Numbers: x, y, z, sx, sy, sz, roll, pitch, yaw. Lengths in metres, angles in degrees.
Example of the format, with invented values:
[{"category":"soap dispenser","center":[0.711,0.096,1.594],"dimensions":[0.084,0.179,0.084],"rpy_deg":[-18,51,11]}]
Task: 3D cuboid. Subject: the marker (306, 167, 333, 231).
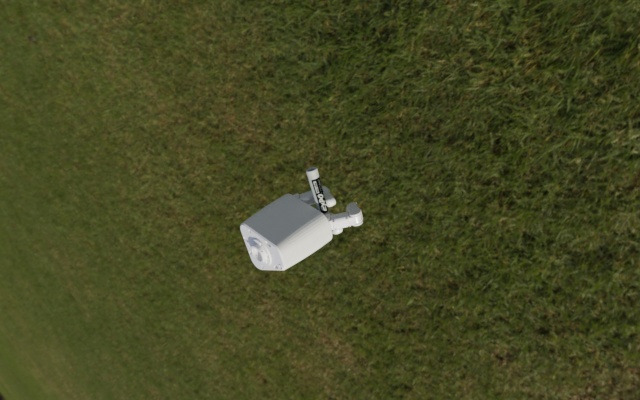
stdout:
[{"category":"marker","center":[0.000,0.003,0.797],"dimensions":[0.020,0.121,0.020],"rpy_deg":[-13,24,6]}]
